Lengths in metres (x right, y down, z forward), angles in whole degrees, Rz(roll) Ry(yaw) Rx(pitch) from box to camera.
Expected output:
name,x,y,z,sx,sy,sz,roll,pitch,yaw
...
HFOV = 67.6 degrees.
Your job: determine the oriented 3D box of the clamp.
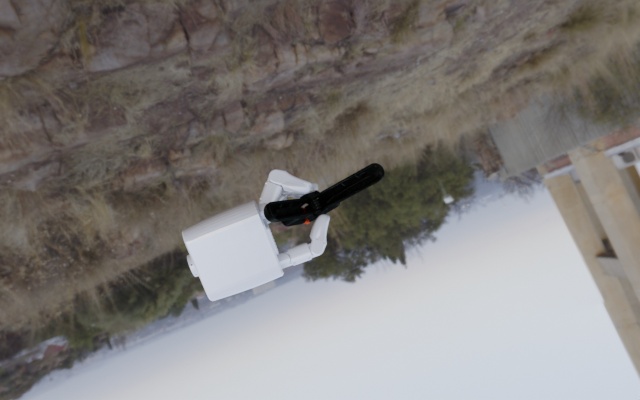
name,x,y,z,sx,sy,sz,roll,pitch,yaw
clamp,0.000,0.003,0.683,0.164,0.036,0.210,-21,-7,-7
